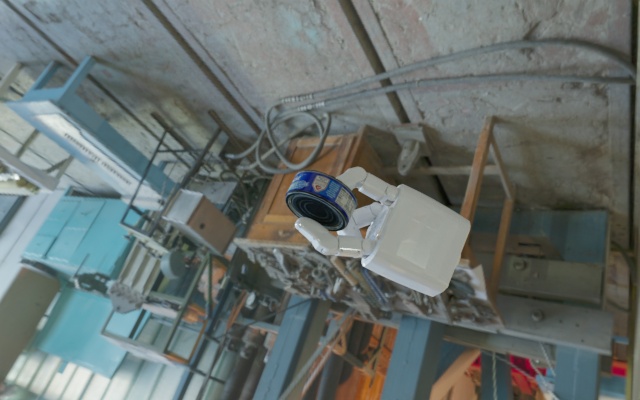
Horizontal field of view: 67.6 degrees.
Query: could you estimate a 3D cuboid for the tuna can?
[{"bbox_3d":[0.000,0.002,0.588,0.086,0.033,0.086,21,-27,11],"label":"tuna can"}]
